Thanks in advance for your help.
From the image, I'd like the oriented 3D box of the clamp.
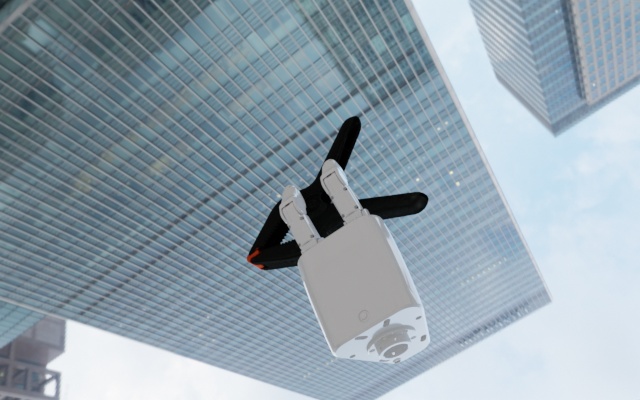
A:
[{"bbox_3d":[0.000,0.003,0.549,0.210,0.164,0.036,-34,-43,12],"label":"clamp"}]
